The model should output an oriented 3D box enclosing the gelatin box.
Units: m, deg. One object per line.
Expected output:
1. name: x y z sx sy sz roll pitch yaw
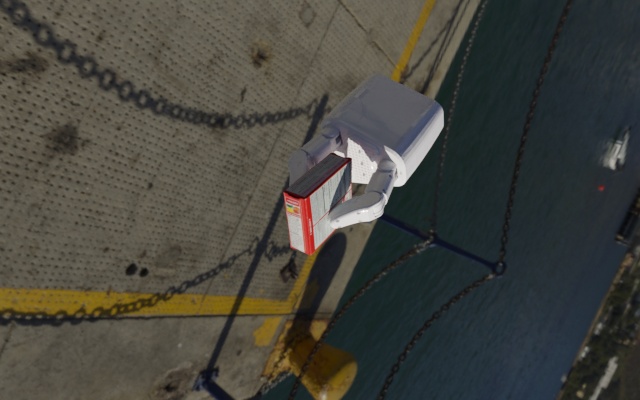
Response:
1. gelatin box: 0.000 0.002 0.504 0.030 0.073 0.089 19 42 28
